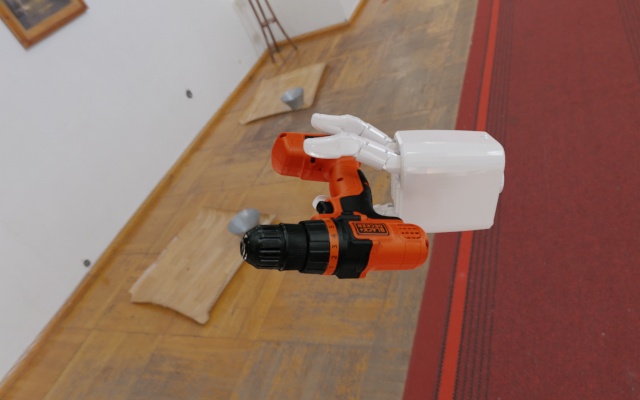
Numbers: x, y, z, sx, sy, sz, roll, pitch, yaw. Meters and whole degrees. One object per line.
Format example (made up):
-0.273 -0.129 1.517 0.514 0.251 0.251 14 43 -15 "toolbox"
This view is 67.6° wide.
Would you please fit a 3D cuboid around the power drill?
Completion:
0.000 0.001 0.498 0.184 0.057 0.187 4 40 -21 "power drill"
